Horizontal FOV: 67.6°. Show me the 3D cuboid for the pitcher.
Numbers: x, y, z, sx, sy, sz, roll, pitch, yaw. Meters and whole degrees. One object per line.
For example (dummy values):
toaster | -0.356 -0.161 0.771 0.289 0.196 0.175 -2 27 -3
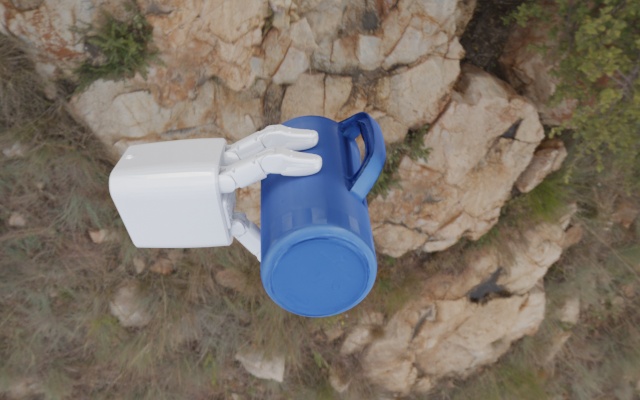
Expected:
pitcher | 0.000 0.002 0.530 0.145 0.149 0.242 -1 31 -3
